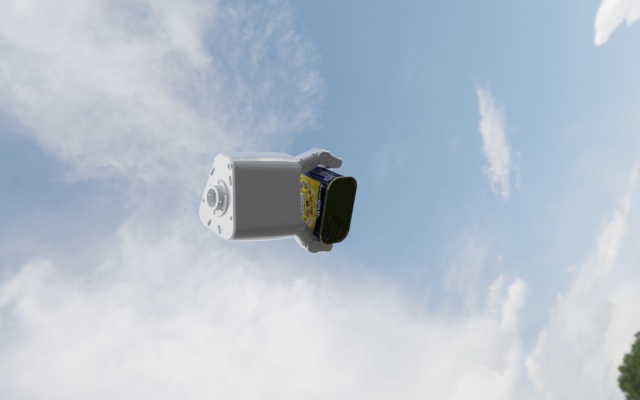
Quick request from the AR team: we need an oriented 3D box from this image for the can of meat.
[{"bbox_3d":[0.000,0.002,0.708,0.057,0.102,0.084,-7,23,-41],"label":"can of meat"}]
